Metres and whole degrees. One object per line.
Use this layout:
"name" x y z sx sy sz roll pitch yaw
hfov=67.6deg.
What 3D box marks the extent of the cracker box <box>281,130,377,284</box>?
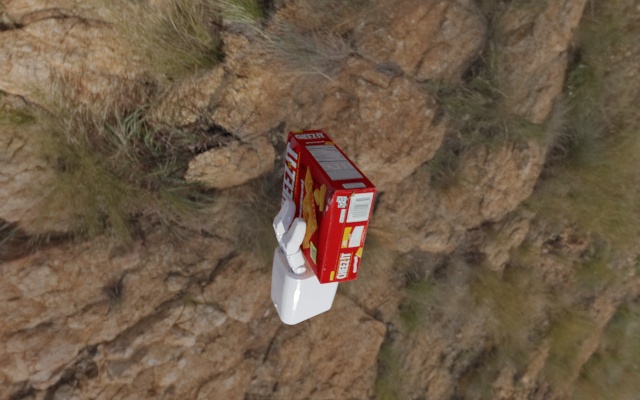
"cracker box" 0.000 0.003 0.766 0.072 0.164 0.213 -4 31 -22
